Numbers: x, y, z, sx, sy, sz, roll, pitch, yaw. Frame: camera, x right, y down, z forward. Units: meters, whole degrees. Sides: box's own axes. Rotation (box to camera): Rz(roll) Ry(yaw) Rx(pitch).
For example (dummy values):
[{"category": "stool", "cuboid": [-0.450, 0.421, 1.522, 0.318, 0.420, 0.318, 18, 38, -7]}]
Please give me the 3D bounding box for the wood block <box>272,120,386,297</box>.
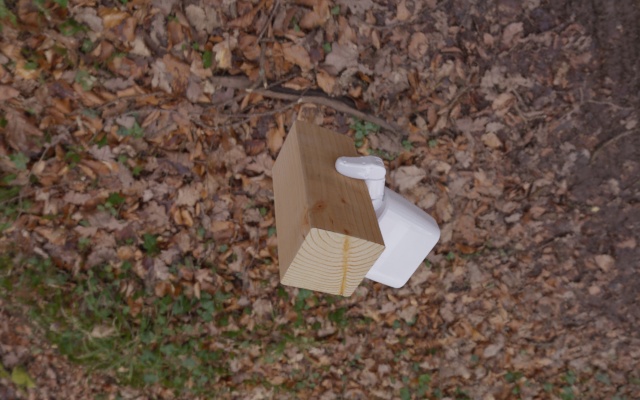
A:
[{"category": "wood block", "cuboid": [0.001, 0.002, 0.586, 0.090, 0.091, 0.206, 15, 36, -21]}]
